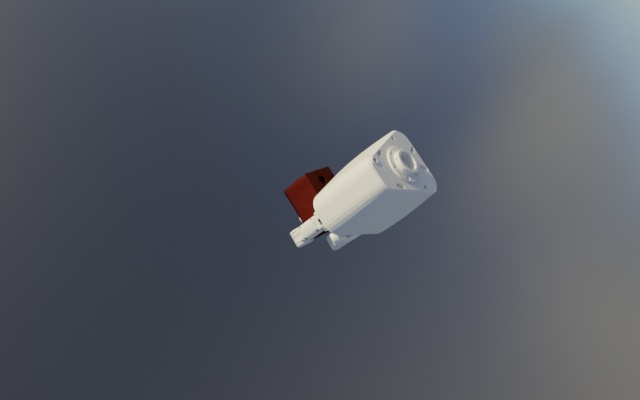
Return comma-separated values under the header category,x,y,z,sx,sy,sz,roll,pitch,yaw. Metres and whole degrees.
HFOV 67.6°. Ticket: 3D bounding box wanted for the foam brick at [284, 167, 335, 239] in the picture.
category,x,y,z,sx,sy,sz,roll,pitch,yaw
foam brick,0.000,0.002,0.643,0.053,0.078,0.051,-22,-14,-48
